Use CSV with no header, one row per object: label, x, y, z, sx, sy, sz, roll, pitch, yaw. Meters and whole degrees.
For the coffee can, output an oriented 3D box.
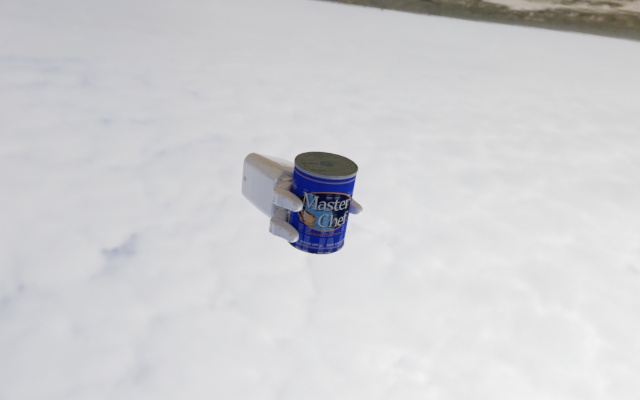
coffee can,0.000,0.002,0.785,0.103,0.140,0.102,7,25,-3
